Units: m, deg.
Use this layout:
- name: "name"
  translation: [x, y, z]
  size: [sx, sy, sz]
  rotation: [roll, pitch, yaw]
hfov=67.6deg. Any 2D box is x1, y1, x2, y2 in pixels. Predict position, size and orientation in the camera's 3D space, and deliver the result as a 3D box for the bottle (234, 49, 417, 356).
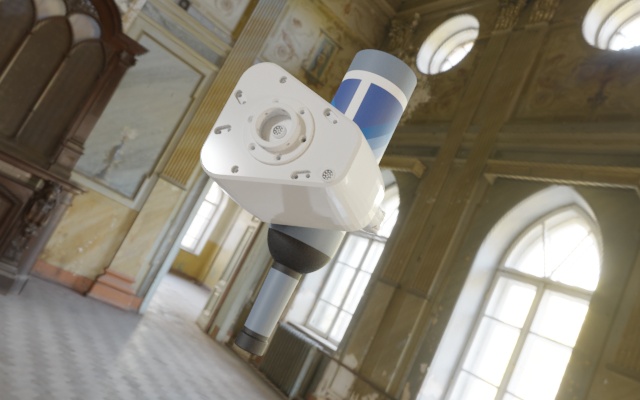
- name: "bottle"
  translation: [0.000, 0.001, 0.446]
  size: [0.069, 0.295, 0.069]
  rotation: [25, -10, 5]
